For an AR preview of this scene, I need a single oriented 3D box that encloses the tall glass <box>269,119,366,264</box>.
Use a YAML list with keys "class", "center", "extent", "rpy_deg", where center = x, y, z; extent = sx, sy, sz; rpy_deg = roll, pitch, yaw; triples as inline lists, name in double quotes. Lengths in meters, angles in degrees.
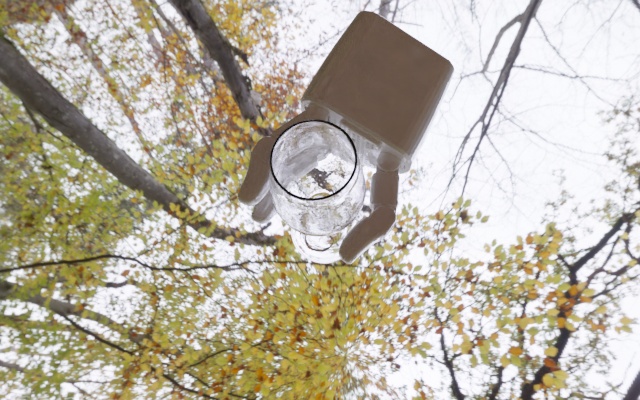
- class: "tall glass"
  center: [0.000, 0.002, 0.426]
  extent: [0.079, 0.079, 0.201]
  rpy_deg: [0, -18, 3]
